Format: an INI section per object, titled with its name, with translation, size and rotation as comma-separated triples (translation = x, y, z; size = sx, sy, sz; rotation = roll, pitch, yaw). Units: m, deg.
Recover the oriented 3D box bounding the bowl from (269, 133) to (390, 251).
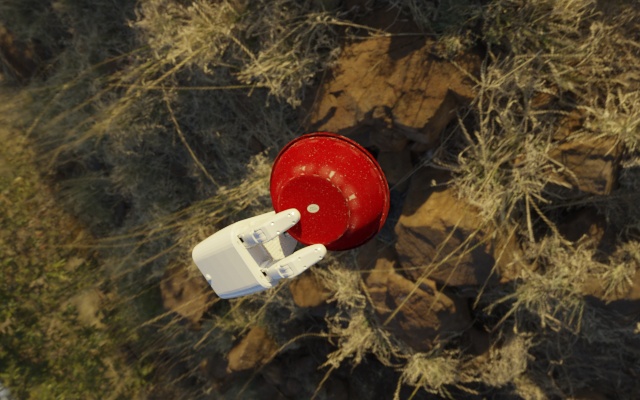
[bowl]
translation = 0.001, 0.001, 0.585
size = 0.162, 0.162, 0.055
rotation = 0, 22, 21
